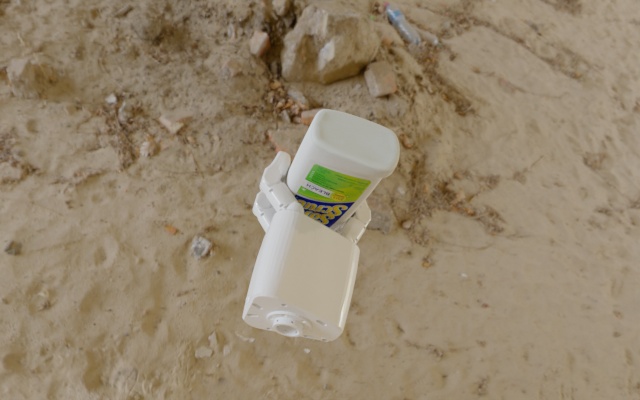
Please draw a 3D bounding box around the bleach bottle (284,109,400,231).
[{"bbox_3d":[0.000,0.002,0.594,0.102,0.068,0.251,18,-38,-8],"label":"bleach bottle"}]
